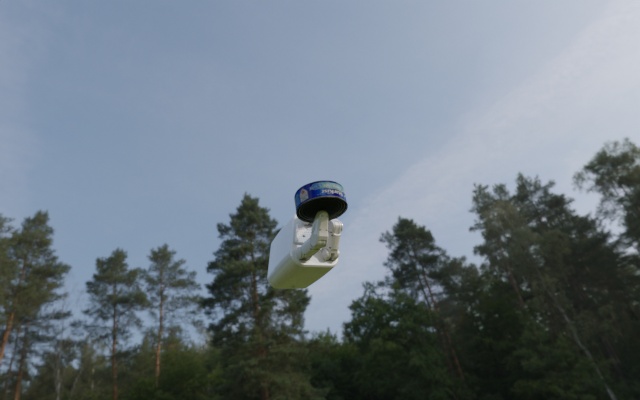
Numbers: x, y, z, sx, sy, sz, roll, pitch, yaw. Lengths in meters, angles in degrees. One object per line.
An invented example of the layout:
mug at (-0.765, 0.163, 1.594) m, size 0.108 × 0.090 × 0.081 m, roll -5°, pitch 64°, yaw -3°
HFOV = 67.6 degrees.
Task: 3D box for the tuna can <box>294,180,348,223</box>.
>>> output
tuna can at (0.000, 0.002, 0.786) m, size 0.086 × 0.033 × 0.086 m, roll -8°, pitch -29°, yaw -4°
